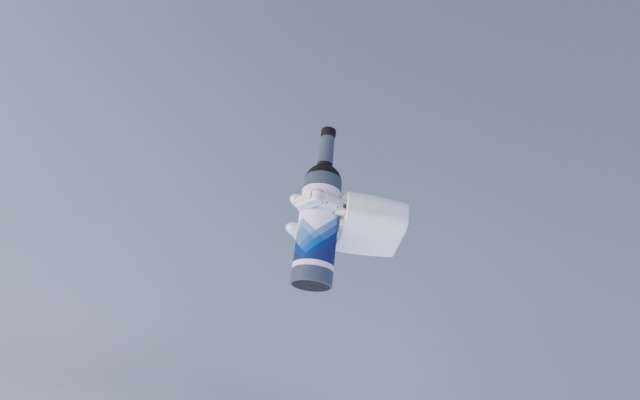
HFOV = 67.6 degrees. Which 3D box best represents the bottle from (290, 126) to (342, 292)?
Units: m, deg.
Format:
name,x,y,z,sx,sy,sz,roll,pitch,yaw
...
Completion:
name,x,y,z,sx,sy,sz,roll,pitch,yaw
bottle,0.000,0.003,0.812,0.069,0.295,0.069,5,-26,3
